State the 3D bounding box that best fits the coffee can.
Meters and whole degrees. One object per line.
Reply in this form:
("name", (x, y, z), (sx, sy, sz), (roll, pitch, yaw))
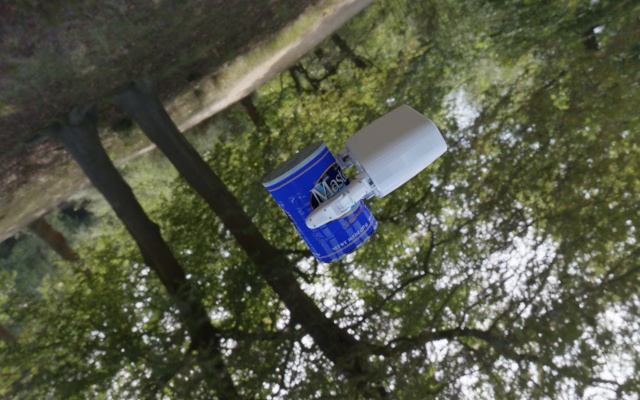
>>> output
("coffee can", (0.000, 0.002, 0.668), (0.103, 0.140, 0.102), (-32, 13, 9))
